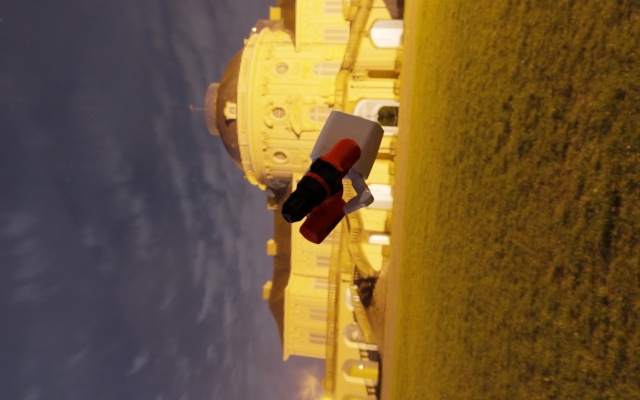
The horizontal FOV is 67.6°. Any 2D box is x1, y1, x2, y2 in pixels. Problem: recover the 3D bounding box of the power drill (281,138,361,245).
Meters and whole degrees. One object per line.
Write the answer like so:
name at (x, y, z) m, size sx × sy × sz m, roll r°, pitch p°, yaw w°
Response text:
power drill at (0.000, 0.003, 0.834) m, size 0.057 × 0.184 × 0.188 m, roll 36°, pitch -26°, yaw 16°
